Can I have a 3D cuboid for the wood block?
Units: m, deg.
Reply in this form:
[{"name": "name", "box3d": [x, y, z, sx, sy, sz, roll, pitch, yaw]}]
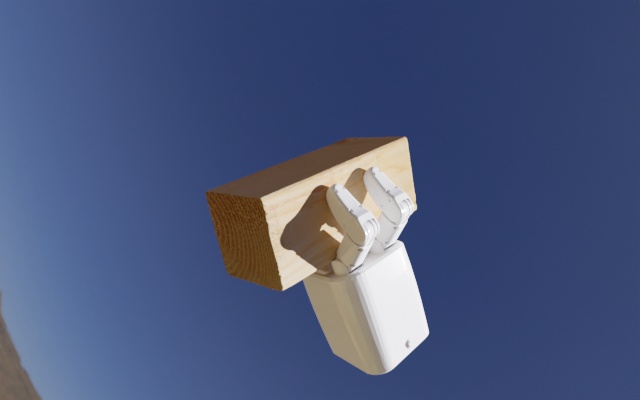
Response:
[{"name": "wood block", "box3d": [0.000, 0.002, 0.497, 0.091, 0.090, 0.206, 5, 23, 45]}]
